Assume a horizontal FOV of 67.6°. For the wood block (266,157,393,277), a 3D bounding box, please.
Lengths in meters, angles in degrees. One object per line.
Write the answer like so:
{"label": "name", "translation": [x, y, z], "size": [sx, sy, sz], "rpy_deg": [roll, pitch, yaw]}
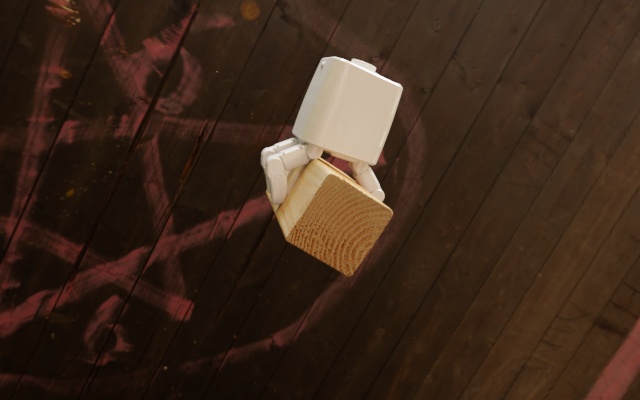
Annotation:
{"label": "wood block", "translation": [0.001, 0.002, 0.608], "size": [0.091, 0.090, 0.206], "rpy_deg": [31, 6, -18]}
